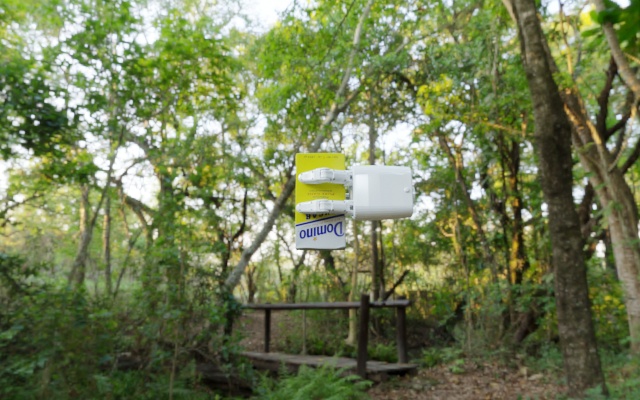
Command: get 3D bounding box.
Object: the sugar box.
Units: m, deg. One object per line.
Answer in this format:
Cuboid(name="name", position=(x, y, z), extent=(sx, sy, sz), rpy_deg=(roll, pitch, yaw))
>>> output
Cuboid(name="sugar box", position=(0.000, 0.003, 0.875), extent=(0.093, 0.176, 0.048), rpy_deg=(-1, -12, 1))
